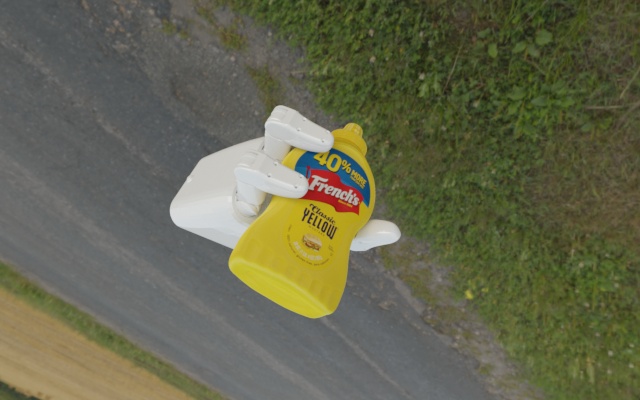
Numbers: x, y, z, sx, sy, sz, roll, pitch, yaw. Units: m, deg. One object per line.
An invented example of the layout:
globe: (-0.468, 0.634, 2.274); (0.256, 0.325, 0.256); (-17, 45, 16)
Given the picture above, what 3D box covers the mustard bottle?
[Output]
mustard bottle: (0.000, 0.002, 0.436); (0.096, 0.191, 0.058); (33, -33, -13)
